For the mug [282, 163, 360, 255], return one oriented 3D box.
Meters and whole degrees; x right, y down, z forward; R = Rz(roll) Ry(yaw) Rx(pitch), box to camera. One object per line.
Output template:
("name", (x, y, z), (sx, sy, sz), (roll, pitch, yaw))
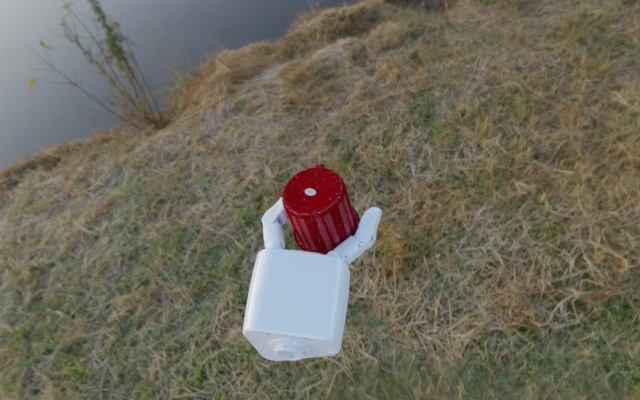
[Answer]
("mug", (0.000, 0.001, 0.624), (0.093, 0.117, 0.082), (-3, -39, 14))
